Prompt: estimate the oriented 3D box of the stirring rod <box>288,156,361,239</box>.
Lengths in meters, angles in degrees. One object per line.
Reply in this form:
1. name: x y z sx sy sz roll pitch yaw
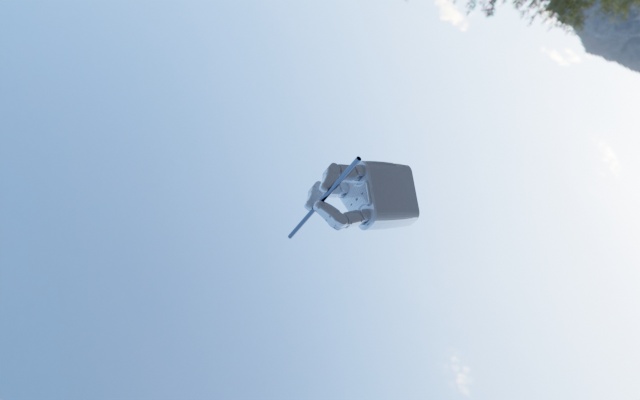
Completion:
1. stirring rod: 0.000 0.003 0.768 0.011 0.011 0.240 0 -31 -32
